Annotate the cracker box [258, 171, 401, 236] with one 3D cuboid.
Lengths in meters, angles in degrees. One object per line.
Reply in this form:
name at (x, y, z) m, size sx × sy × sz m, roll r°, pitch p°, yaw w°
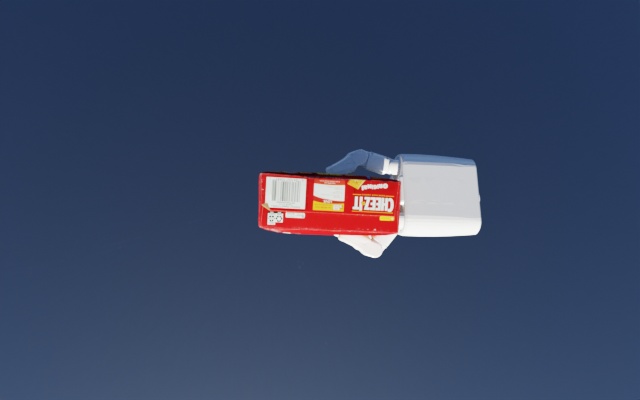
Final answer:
cracker box at (0.000, 0.002, 0.641) m, size 0.164 × 0.072 × 0.213 m, roll 3°, pitch 1°, yaw -6°
